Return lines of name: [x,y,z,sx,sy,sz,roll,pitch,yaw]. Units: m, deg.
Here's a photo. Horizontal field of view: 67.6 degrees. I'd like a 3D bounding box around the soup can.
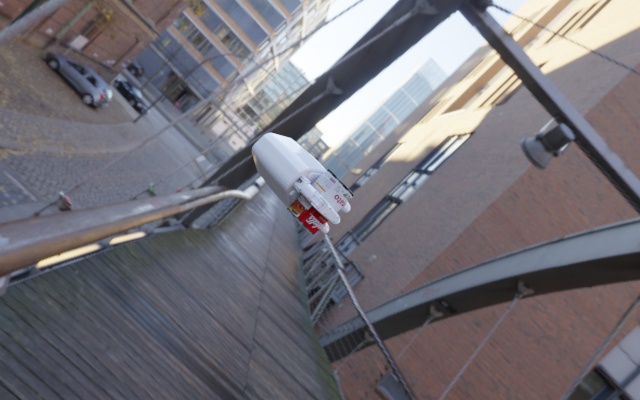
soup can: [0.001,0.003,0.843,0.102,0.068,0.068,-44,-1,1]
